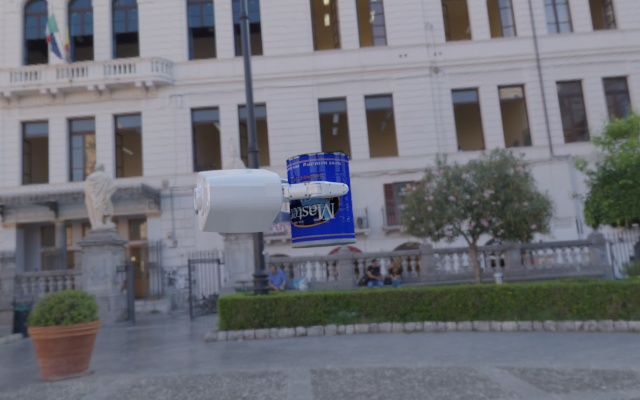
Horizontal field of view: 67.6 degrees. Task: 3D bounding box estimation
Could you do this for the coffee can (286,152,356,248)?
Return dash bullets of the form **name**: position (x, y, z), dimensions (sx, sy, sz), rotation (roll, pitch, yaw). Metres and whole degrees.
- **coffee can**: position (0.000, 0.003, 0.762), dimensions (0.103, 0.140, 0.103), rotation (-4, -7, -1)
